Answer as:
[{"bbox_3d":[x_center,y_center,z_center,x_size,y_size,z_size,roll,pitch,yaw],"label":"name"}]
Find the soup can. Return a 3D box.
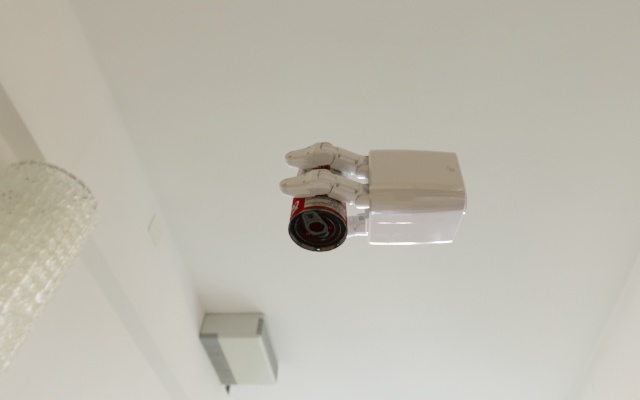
[{"bbox_3d":[0.000,0.002,0.576,0.068,0.069,0.102,0,41,5],"label":"soup can"}]
